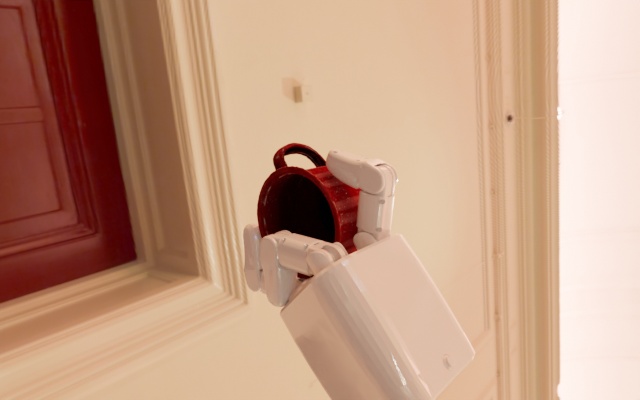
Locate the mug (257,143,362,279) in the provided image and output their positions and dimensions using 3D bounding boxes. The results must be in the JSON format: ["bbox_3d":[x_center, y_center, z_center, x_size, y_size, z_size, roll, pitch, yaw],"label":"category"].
[{"bbox_3d":[-0.001,0.000,0.416,0.081,0.117,0.093,-16,-19,-47],"label":"mug"}]
